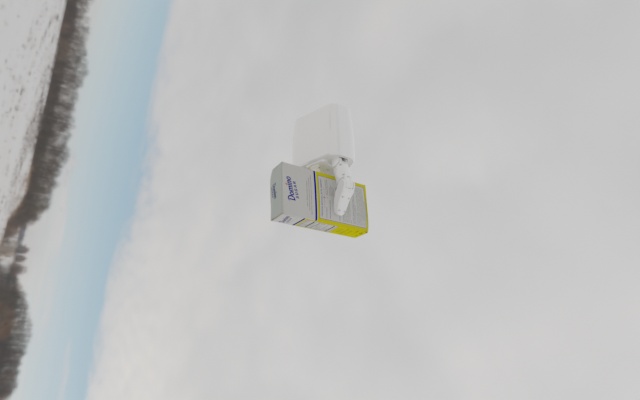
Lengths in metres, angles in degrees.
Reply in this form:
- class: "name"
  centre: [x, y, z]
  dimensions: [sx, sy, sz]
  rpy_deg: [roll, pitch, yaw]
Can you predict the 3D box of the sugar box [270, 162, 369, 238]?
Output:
- class: "sugar box"
  centre: [0.000, 0.003, 0.804]
  dimensions: [0.176, 0.093, 0.048]
  rpy_deg: [13, -29, -31]
